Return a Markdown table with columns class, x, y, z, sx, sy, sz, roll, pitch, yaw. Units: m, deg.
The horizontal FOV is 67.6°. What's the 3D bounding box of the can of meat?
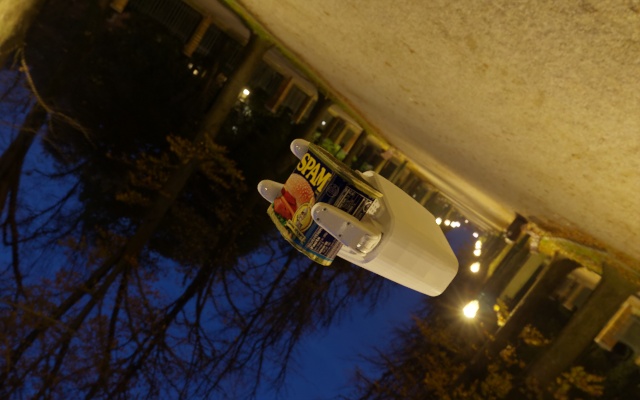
| class | x | y | z | sx | sy | sz | roll | pitch | yaw |
| --- | --- | --- | --- | --- | --- | --- | --- | --- | --- |
| can of meat | 0.000 | 0.002 | 0.461 | 0.057 | 0.084 | 0.102 | 29 | 9 | -30 |
